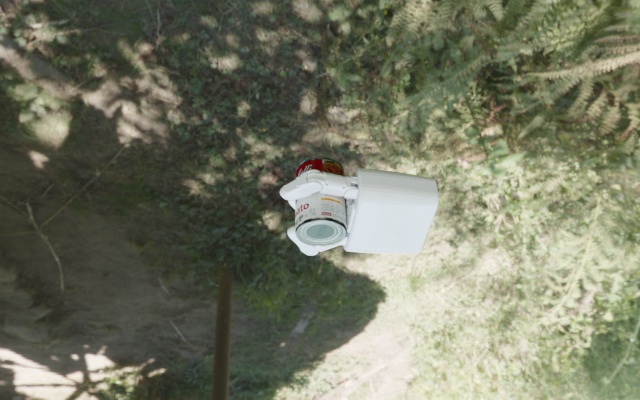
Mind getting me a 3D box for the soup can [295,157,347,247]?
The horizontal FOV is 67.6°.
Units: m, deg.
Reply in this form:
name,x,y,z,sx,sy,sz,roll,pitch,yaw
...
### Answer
name,x,y,z,sx,sy,sz,roll,pitch,yaw
soup can,0.000,0.002,0.636,0.068,0.102,0.069,-1,-36,-1
